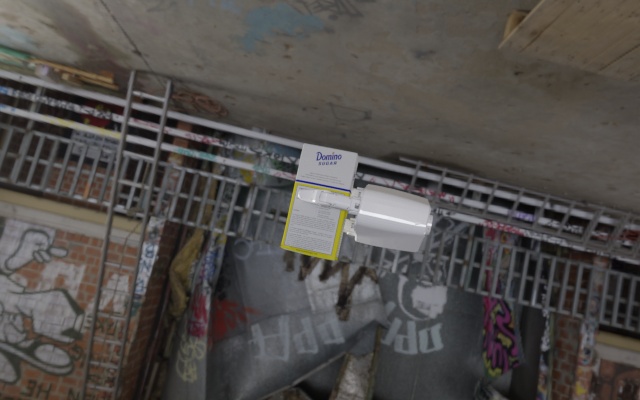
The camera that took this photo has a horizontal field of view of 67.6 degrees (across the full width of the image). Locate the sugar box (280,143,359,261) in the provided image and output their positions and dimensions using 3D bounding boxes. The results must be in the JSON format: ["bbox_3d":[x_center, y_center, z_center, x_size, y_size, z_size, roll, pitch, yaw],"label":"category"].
[{"bbox_3d":[0.000,0.003,0.779,0.093,0.176,0.048,12,-8,9],"label":"sugar box"}]
